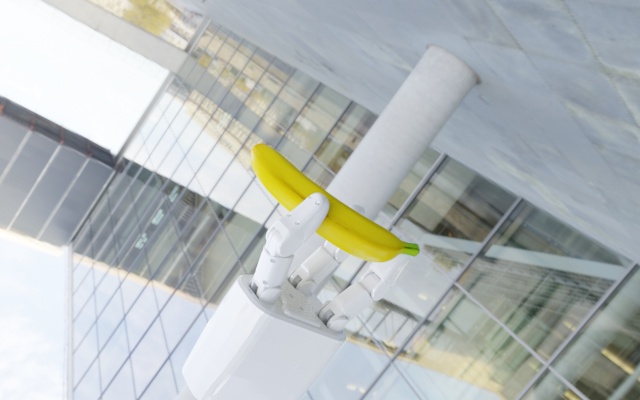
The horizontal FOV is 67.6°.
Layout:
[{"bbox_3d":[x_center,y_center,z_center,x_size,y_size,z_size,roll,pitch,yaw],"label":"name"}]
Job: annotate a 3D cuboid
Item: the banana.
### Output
[{"bbox_3d":[-0.004,0.003,0.441,0.197,0.037,0.069,35,10,17],"label":"banana"}]
